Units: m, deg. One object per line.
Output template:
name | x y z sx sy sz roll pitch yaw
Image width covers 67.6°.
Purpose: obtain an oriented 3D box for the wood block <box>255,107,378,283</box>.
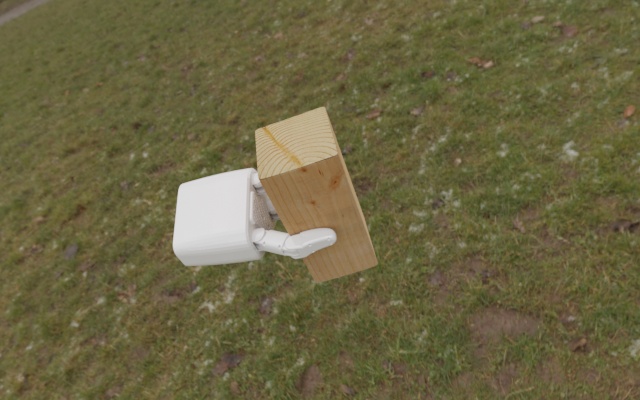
wood block | 0.000 0.002 0.596 0.090 0.090 0.206 -17 -45 7
